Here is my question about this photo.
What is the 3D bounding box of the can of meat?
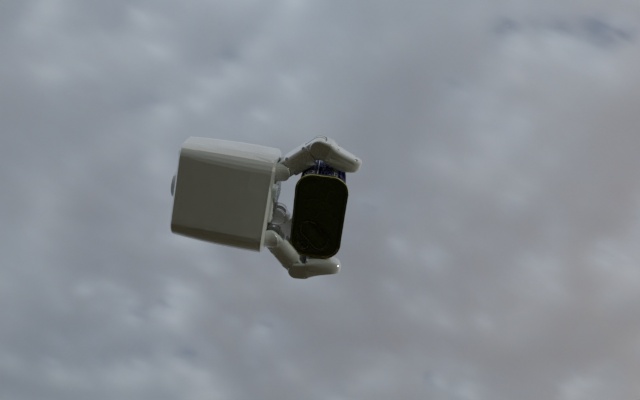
[{"bbox_3d":[0.000,0.002,0.556,0.057,0.102,0.084,7,26,0],"label":"can of meat"}]
